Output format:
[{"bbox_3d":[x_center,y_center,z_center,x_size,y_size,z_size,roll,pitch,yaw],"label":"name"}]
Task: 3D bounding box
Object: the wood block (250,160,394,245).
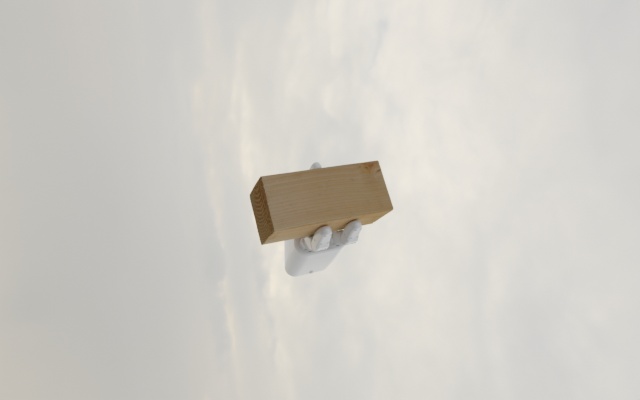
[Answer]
[{"bbox_3d":[0.000,0.002,0.784,0.206,0.090,0.090,-10,-16,-23],"label":"wood block"}]
